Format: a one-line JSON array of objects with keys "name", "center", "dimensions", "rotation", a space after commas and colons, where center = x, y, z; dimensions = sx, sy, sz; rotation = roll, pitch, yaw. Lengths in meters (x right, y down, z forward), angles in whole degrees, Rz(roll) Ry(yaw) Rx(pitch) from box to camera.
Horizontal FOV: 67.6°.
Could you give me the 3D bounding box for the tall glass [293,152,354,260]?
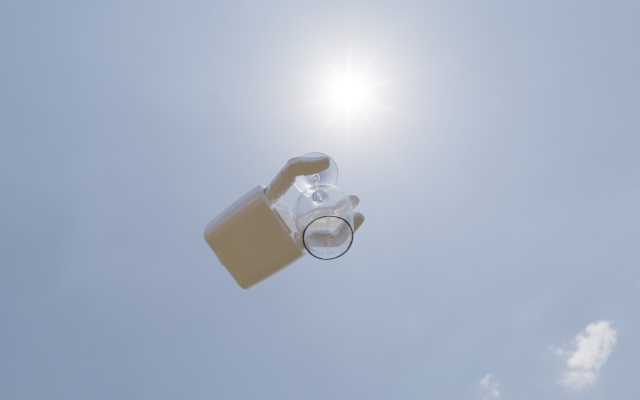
[{"name": "tall glass", "center": [0.000, 0.002, 0.656], "dimensions": [0.079, 0.079, 0.201], "rotation": [0, 25, -6]}]
